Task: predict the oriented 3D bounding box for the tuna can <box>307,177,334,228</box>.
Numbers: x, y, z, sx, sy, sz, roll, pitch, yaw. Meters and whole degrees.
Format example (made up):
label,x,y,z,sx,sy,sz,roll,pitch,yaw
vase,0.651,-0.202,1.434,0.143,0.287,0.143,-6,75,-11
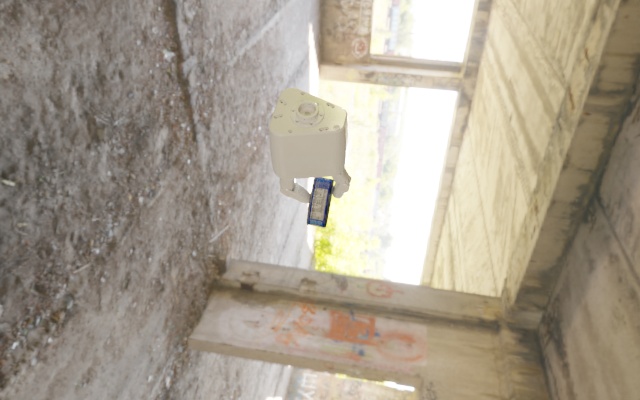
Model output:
label,x,y,z,sx,sy,sz,roll,pitch,yaw
tuna can,0.001,0.003,0.811,0.034,0.086,0.086,10,0,3
